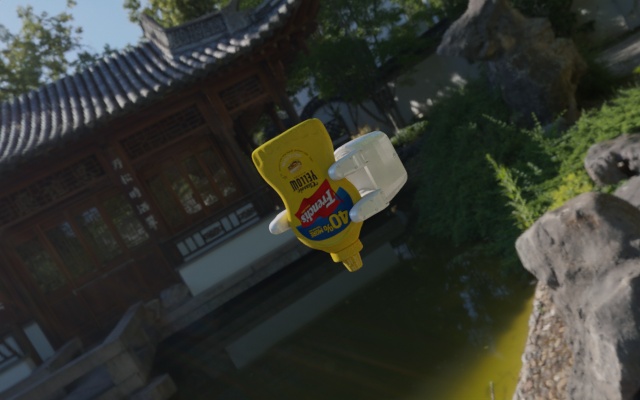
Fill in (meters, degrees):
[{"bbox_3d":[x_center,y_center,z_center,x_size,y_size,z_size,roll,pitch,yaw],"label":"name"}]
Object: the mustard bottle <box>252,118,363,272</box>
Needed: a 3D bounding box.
[{"bbox_3d":[0.000,0.002,0.596,0.096,0.191,0.058,-28,5,13],"label":"mustard bottle"}]
